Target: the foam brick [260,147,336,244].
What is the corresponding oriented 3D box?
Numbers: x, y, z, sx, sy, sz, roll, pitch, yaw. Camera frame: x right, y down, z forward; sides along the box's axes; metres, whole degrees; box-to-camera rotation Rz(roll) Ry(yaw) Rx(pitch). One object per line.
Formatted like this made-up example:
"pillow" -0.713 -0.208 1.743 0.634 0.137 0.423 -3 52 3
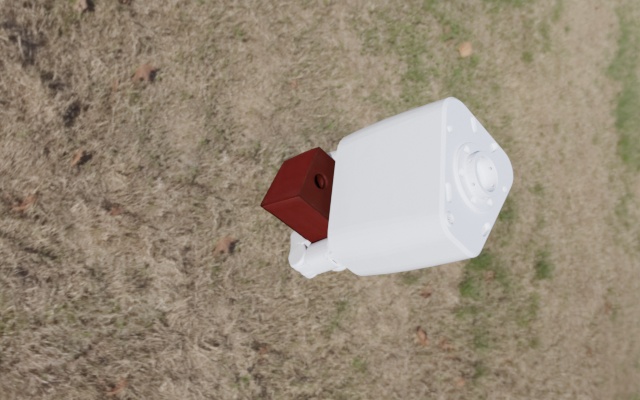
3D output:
"foam brick" 0.000 0.001 0.411 0.078 0.053 0.051 39 -33 -27
